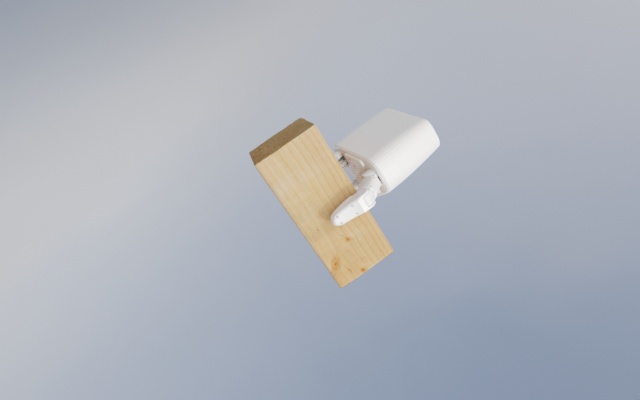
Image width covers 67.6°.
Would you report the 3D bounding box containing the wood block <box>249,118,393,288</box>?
[{"bbox_3d":[0.001,0.002,0.646,0.090,0.206,0.090,-35,20,-2],"label":"wood block"}]
